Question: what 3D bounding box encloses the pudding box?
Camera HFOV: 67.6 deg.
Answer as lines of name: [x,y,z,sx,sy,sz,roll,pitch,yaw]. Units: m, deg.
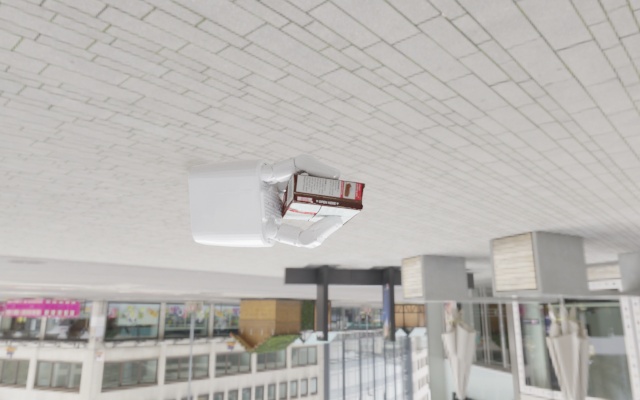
pudding box: [0.000,0.002,0.619,0.090,0.039,0.113,6,-12,-9]
